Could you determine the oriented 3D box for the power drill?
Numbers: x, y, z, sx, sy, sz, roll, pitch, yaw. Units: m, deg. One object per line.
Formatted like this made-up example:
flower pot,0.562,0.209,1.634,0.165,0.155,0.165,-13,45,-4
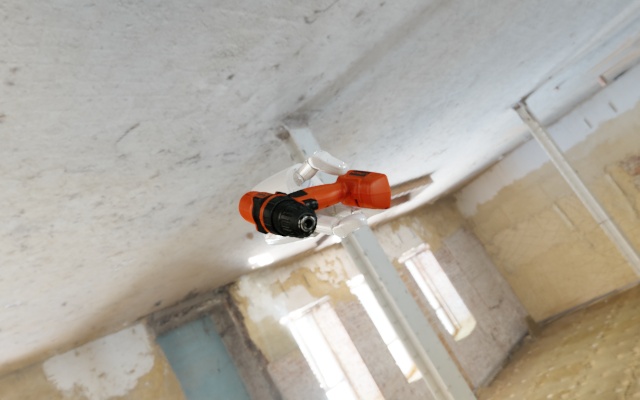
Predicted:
power drill,0.000,0.002,0.647,0.187,0.057,0.184,-12,13,-28
